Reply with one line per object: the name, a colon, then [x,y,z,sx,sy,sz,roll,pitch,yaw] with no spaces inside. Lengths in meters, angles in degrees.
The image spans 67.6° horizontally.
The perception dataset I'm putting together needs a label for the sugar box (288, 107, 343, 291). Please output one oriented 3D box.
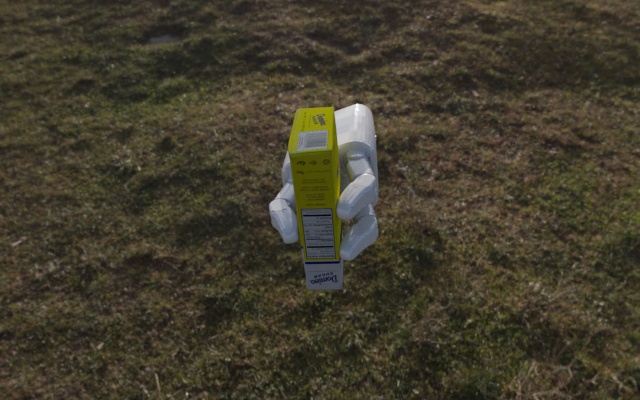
sugar box: [0.001,0.001,0.506,0.048,0.176,0.093,-4,36,7]
